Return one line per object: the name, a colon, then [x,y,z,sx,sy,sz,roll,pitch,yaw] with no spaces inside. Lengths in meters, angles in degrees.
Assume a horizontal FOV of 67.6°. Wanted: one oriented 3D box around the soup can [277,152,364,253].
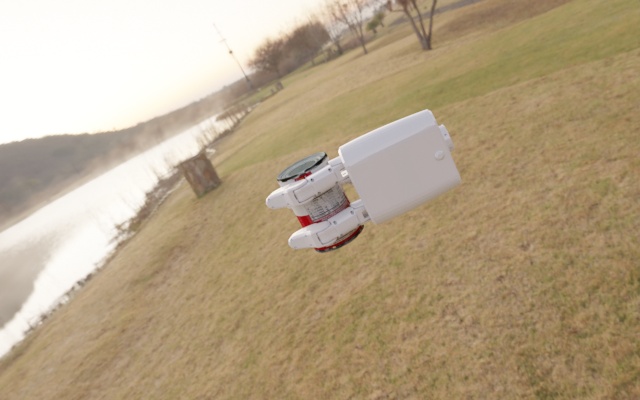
soup can: [0.000,0.002,0.571,0.068,0.102,0.068,-26,16,8]
